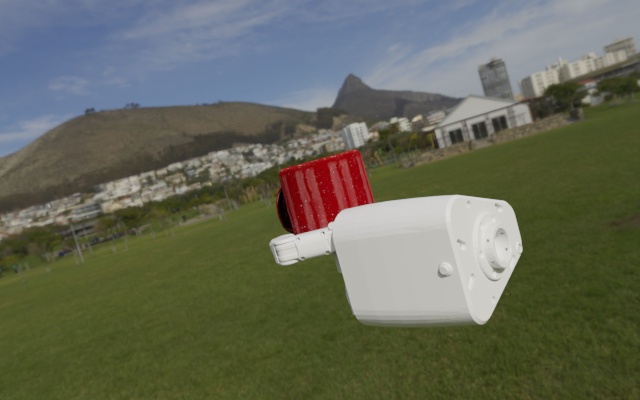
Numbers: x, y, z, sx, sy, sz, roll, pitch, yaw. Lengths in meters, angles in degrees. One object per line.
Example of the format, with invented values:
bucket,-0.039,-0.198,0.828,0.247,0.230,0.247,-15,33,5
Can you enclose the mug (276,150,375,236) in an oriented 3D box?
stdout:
mug,-0.001,0.002,0.467,0.117,0.081,0.093,-11,6,44
